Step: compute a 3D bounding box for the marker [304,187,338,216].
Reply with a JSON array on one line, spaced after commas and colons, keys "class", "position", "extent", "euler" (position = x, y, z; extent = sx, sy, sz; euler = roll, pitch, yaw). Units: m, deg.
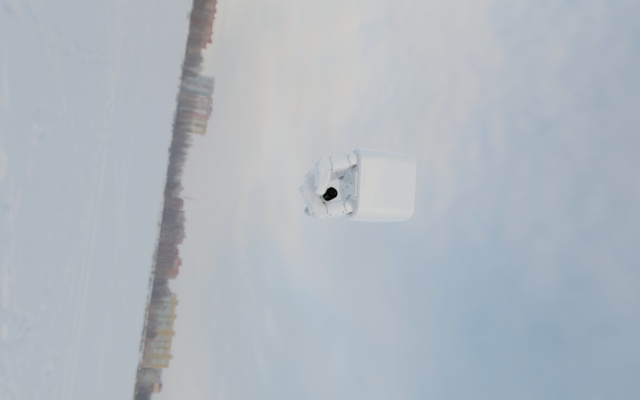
[{"class": "marker", "position": [0.000, 0.003, 0.778], "extent": [0.020, 0.020, 0.121], "euler": [0, -16, -20]}]
